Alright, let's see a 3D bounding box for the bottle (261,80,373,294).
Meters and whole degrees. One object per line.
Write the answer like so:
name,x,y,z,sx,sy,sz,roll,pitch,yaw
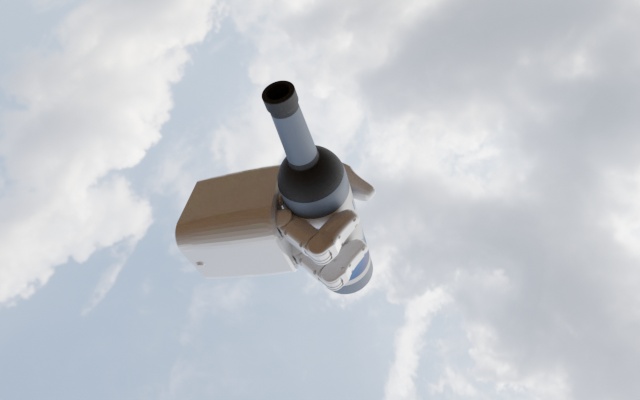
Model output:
bottle,0.000,0.002,0.485,0.069,0.069,0.296,0,-36,16
